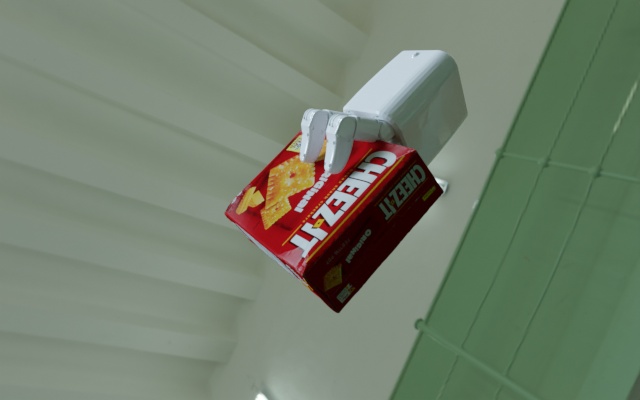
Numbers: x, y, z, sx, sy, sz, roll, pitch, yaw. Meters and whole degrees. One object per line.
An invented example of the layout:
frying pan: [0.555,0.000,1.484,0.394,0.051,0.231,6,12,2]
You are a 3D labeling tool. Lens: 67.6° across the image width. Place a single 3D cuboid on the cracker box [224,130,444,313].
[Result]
cracker box: [0.000,0.002,0.534,0.072,0.164,0.213,49,-13,-32]
